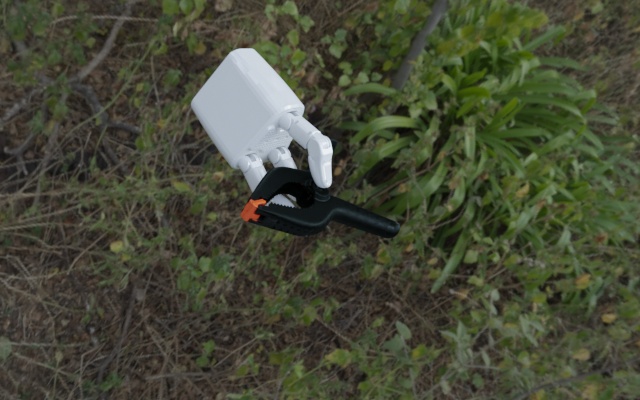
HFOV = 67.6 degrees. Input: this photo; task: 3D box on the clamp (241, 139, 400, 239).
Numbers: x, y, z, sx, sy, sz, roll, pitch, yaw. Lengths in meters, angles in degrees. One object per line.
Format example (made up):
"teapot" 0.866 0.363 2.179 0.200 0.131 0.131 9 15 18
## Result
"clamp" 0.000 0.001 0.576 0.210 0.164 0.036 -22 -24 -49
